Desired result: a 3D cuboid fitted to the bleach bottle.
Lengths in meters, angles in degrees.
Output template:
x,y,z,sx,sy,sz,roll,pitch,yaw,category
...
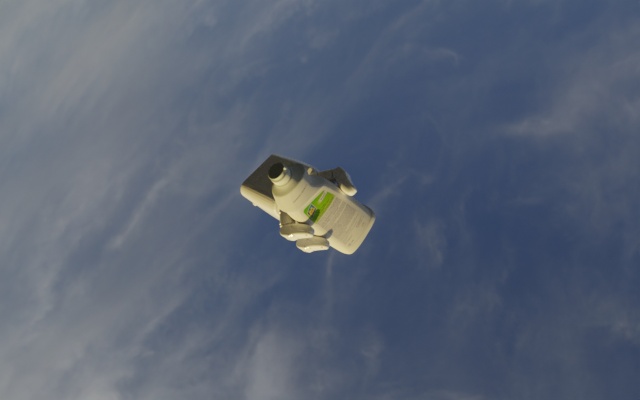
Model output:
x,y,z,sx,sy,sz,roll,pitch,yaw,category
0.000,0.003,0.806,0.068,0.102,0.251,25,-10,40,bleach bottle
